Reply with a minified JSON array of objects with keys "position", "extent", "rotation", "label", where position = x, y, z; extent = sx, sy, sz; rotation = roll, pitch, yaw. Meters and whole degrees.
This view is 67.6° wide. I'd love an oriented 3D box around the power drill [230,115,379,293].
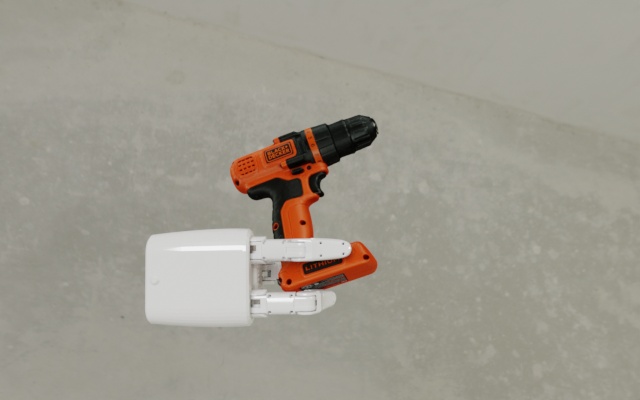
[{"position":[0.000,0.002,0.544],"extent":[0.184,0.187,0.057],"rotation":[-21,-26,6],"label":"power drill"}]
